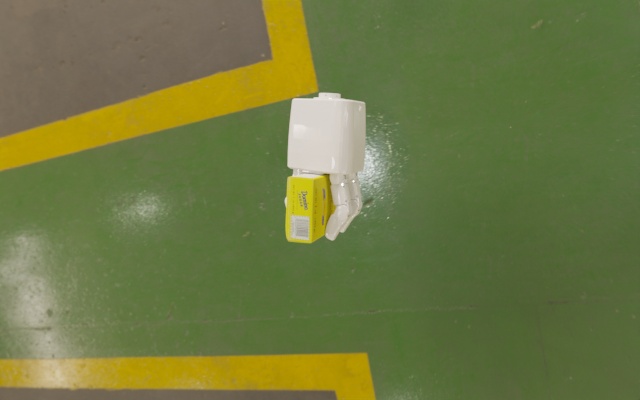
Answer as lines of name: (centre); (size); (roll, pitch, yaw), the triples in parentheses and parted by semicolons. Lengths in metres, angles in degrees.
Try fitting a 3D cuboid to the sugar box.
sugar box: (0.001, 0.002, 0.739); (0.048, 0.093, 0.176); (6, 10, 21)
